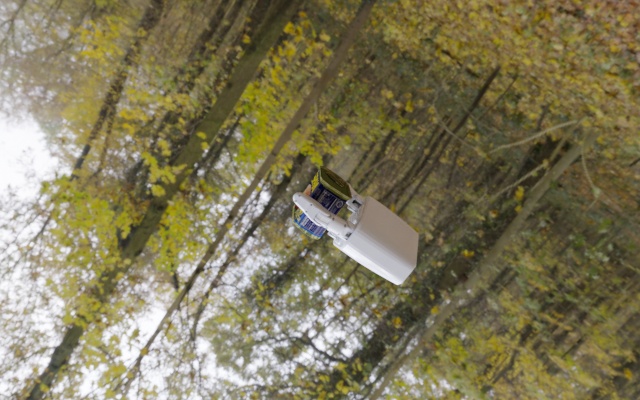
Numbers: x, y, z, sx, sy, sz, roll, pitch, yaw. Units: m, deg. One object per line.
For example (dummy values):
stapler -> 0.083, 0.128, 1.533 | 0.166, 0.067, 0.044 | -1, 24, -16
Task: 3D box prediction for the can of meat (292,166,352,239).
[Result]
can of meat -> 0.000, 0.003, 0.745 | 0.057, 0.084, 0.102 | 33, 14, -11
